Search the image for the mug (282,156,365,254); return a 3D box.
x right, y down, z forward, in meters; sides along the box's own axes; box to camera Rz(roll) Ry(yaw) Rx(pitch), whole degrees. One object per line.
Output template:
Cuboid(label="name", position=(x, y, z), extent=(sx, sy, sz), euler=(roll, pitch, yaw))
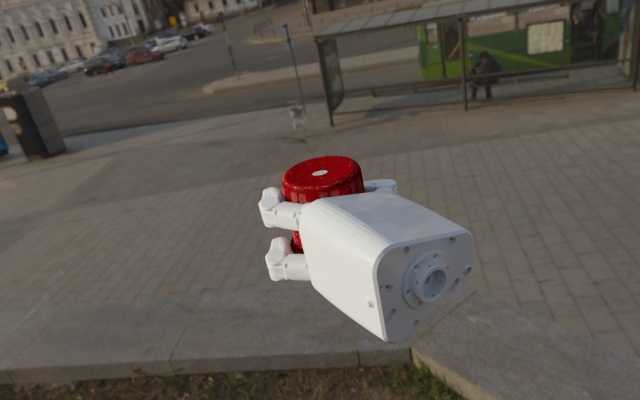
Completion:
Cuboid(label="mug", position=(-0.001, 0.001, 0.505), extent=(0.093, 0.081, 0.117), euler=(-25, 30, -25))
